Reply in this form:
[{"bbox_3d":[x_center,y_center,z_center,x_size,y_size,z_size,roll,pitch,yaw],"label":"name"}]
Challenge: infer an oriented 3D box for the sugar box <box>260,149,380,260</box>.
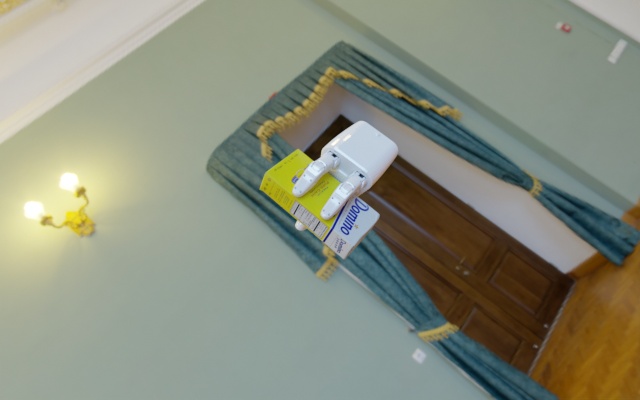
[{"bbox_3d":[0.000,0.002,0.753,0.176,0.048,0.093,37,46,10],"label":"sugar box"}]
